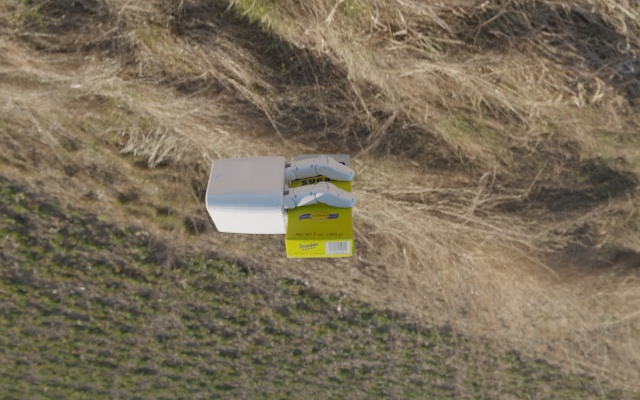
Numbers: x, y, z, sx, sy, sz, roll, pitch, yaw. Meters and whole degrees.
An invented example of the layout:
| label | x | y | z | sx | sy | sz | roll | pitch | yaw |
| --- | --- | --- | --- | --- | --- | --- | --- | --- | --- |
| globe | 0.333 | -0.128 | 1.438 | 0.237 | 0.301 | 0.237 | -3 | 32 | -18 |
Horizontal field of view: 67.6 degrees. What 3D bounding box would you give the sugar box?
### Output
| label | x | y | z | sx | sy | sz | roll | pitch | yaw |
| --- | --- | --- | --- | --- | --- | --- | --- | --- | --- |
| sugar box | 0.000 | 0.002 | 0.701 | 0.093 | 0.176 | 0.048 | -1 | -42 | 0 |
